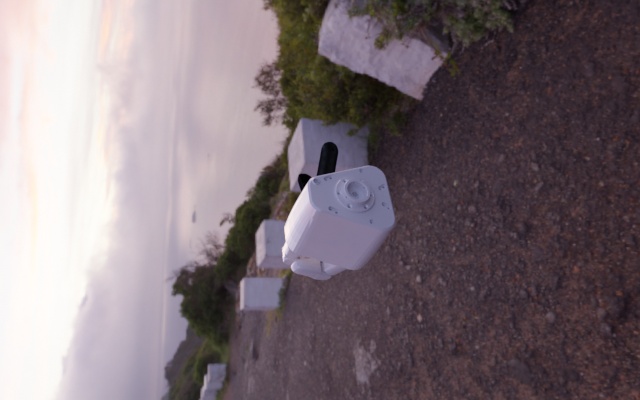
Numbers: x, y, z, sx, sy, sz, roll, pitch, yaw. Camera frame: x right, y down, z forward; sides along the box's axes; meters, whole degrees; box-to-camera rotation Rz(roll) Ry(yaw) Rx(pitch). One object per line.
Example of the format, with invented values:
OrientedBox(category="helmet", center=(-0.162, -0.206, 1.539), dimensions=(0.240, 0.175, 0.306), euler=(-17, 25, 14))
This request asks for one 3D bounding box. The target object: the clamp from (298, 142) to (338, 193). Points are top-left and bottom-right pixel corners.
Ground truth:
OrientedBox(category="clamp", center=(0.000, 0.002, 0.698), dimensions=(0.039, 0.171, 0.120), euler=(3, -33, -18))
